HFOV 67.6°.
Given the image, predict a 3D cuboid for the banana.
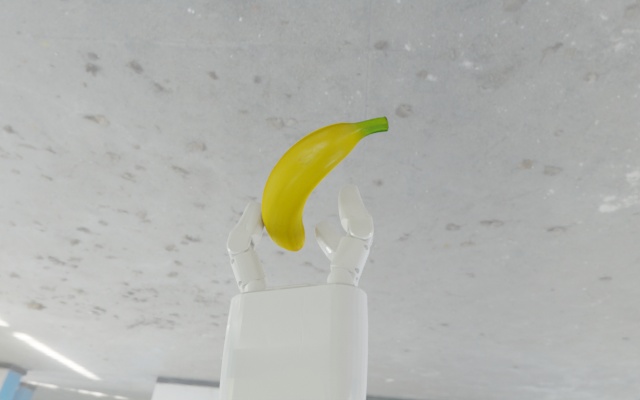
[{"bbox_3d":[-0.016,-0.004,0.411,0.069,0.037,0.198,12,-36,-19],"label":"banana"}]
